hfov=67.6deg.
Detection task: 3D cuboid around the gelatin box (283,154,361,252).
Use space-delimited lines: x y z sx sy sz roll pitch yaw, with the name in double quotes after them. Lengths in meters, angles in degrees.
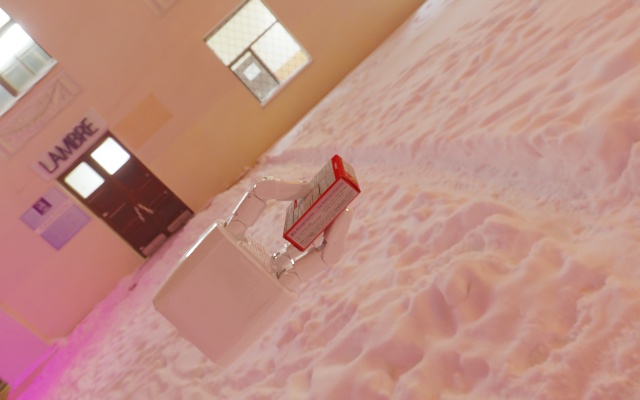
0.000 0.001 0.497 0.030 0.089 0.073 38 16 -15 "gelatin box"
